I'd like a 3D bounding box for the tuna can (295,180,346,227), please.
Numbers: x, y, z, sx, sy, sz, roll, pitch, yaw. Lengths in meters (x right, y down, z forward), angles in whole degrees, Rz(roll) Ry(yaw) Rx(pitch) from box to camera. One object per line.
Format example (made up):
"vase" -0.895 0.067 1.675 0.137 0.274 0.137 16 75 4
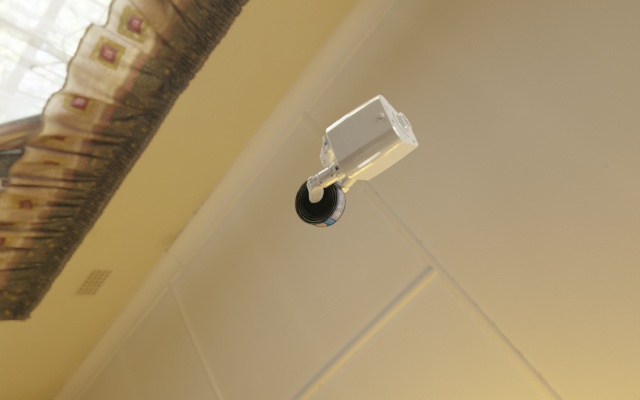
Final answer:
"tuna can" 0.000 0.003 0.828 0.086 0.086 0.034 0 -13 32
